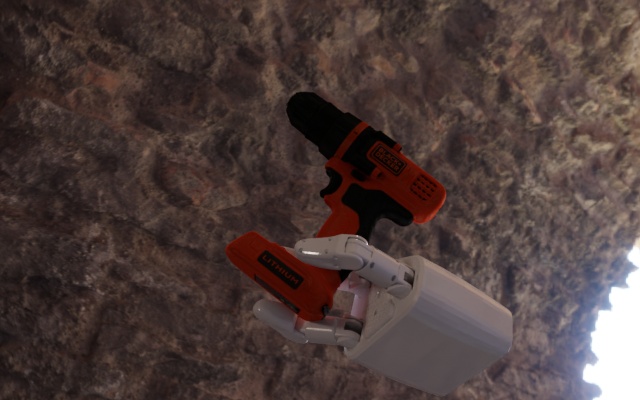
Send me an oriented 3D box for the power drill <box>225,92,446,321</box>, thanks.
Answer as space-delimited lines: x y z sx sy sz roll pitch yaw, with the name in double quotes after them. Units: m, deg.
0.000 0.002 0.449 0.184 0.187 0.057 37 -18 10 "power drill"
